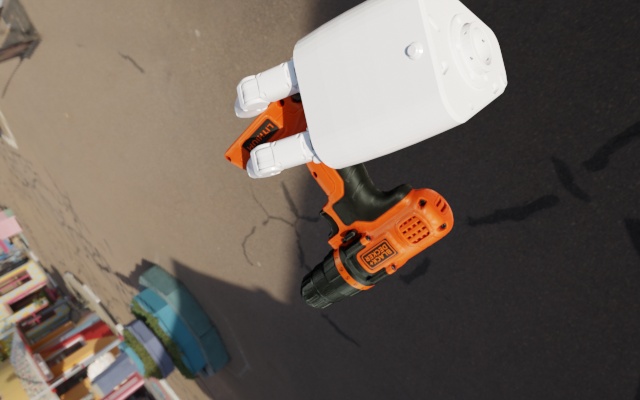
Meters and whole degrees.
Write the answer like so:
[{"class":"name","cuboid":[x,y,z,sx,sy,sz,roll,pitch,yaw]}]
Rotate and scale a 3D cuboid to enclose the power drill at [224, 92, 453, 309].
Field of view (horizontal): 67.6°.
[{"class":"power drill","cuboid":[0.000,0.001,0.447,0.184,0.187,0.057,-40,3,33]}]
